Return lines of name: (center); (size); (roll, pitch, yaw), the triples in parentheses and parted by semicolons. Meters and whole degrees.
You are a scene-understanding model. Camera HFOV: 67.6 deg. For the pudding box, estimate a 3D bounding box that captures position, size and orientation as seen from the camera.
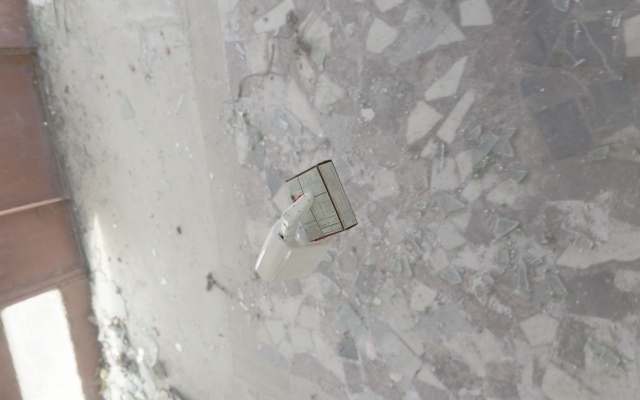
pudding box: (0.000, 0.003, 0.763); (0.039, 0.113, 0.090); (-25, 1, -43)
